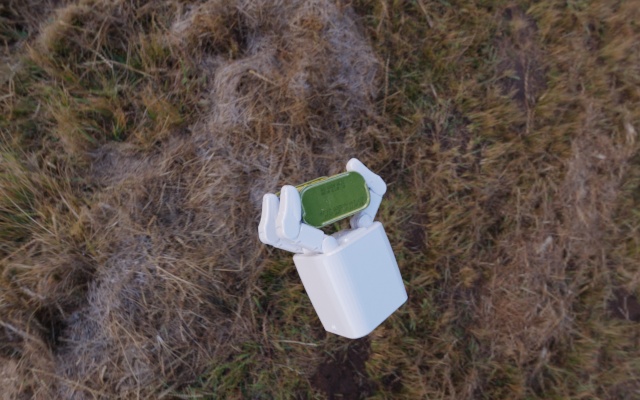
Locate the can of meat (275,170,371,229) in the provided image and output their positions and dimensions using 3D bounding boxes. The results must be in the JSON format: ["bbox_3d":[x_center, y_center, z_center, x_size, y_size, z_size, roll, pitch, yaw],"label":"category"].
[{"bbox_3d":[0.000,0.002,0.595,0.102,0.057,0.084,-21,4,-27],"label":"can of meat"}]
